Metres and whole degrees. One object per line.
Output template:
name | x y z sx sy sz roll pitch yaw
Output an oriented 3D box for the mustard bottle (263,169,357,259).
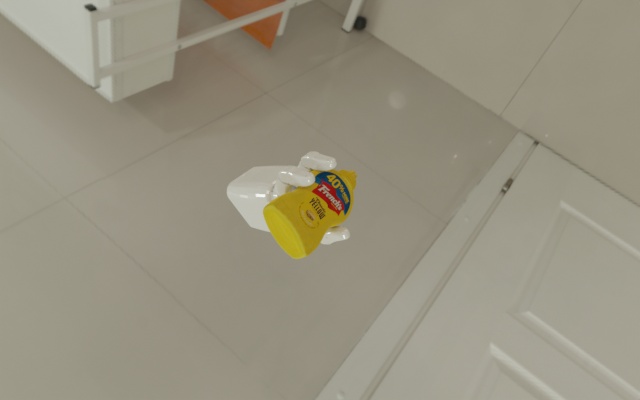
mustard bottle | 0.000 0.003 0.759 0.058 0.096 0.191 -25 11 48
